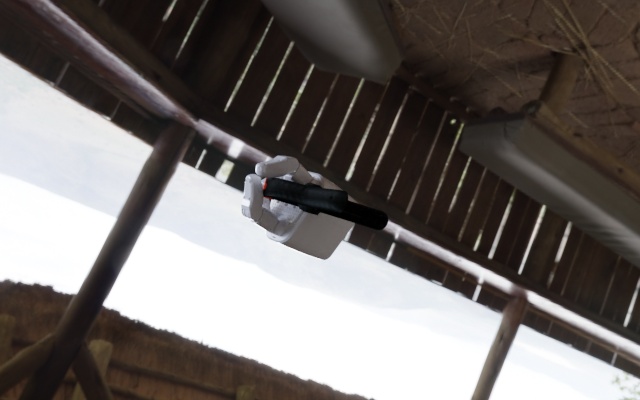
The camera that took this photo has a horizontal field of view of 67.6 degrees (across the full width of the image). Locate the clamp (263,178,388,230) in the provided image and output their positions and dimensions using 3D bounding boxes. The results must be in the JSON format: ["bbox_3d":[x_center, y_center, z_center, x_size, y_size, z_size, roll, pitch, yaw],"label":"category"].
[{"bbox_3d":[0.000,0.002,0.606,0.171,0.039,0.120,16,-11,44],"label":"clamp"}]
